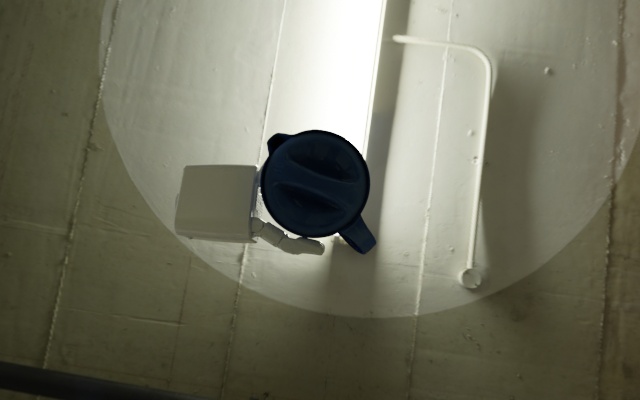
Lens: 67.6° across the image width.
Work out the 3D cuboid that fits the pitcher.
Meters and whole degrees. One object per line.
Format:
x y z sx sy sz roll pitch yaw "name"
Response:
0.000 0.002 0.684 0.145 0.149 0.243 2 -8 1 "pitcher"
